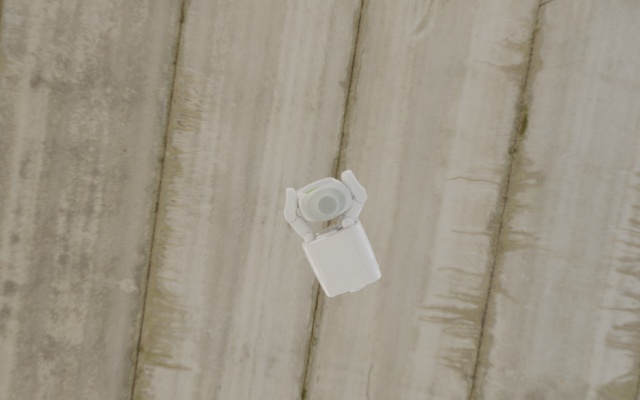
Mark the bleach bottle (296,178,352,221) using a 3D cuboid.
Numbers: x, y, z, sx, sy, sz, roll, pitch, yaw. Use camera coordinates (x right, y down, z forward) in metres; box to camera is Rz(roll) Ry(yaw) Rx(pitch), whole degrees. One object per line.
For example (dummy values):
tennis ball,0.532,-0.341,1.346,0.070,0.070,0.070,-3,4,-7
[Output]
bleach bottle,0.000,0.003,0.838,0.102,0.068,0.251,-25,4,1
